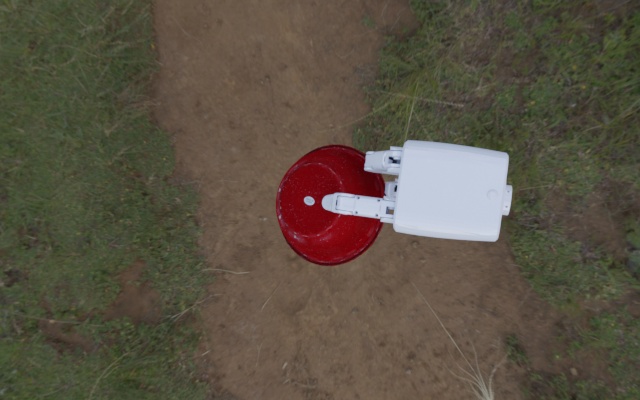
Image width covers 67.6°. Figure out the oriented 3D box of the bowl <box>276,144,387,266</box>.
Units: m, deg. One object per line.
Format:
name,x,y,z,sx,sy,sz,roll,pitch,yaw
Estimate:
bowl,-0.001,0.002,0.608,0.162,0.162,0.055,0,-7,28
